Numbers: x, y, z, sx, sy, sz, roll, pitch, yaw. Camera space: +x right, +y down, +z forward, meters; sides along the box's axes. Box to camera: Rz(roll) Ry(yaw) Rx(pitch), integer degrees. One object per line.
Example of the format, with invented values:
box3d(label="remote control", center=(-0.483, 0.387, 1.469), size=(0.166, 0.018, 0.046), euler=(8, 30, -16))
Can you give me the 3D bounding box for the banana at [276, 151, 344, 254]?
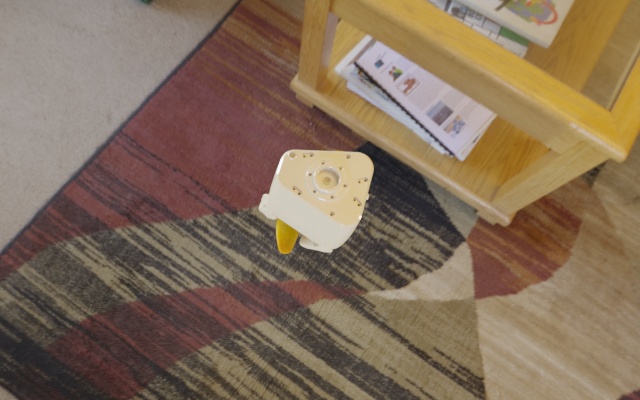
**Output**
box3d(label="banana", center=(-0.012, -0.012, 0.706), size=(0.069, 0.197, 0.037), euler=(42, -20, 2))
